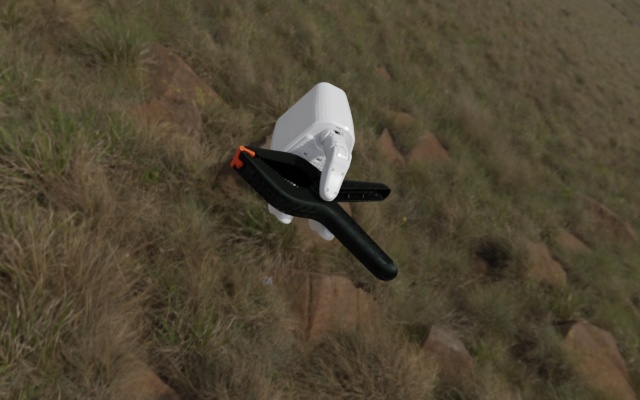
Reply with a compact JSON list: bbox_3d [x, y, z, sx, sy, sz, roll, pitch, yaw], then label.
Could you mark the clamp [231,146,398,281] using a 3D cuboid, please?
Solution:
[{"bbox_3d":[0.000,0.001,0.534,0.210,0.036,0.164,22,33,-19],"label":"clamp"}]
